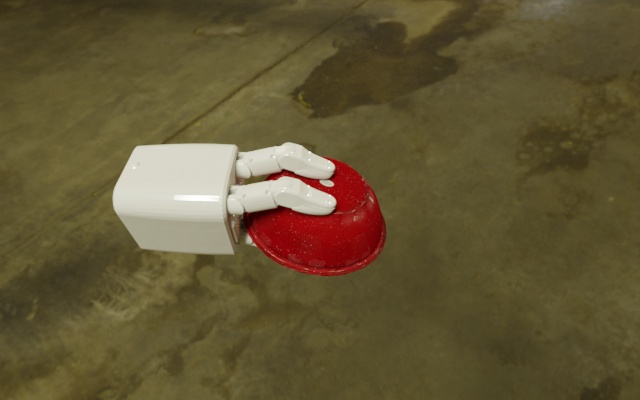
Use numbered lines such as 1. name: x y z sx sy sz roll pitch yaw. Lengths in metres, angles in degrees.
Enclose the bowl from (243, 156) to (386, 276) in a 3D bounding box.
1. bowl: 0.001 0.001 0.515 0.162 0.055 0.162 8 42 -7
